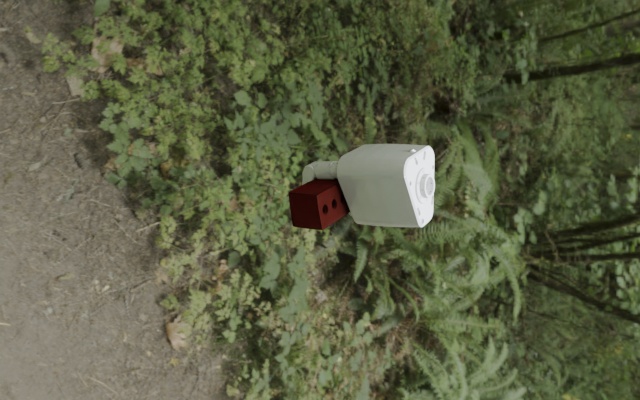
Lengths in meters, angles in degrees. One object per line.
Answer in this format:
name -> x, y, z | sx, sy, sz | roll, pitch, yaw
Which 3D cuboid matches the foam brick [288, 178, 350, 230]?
foam brick -> 0.000, 0.002, 0.678 | 0.051, 0.053, 0.078 | 7, 24, 36
